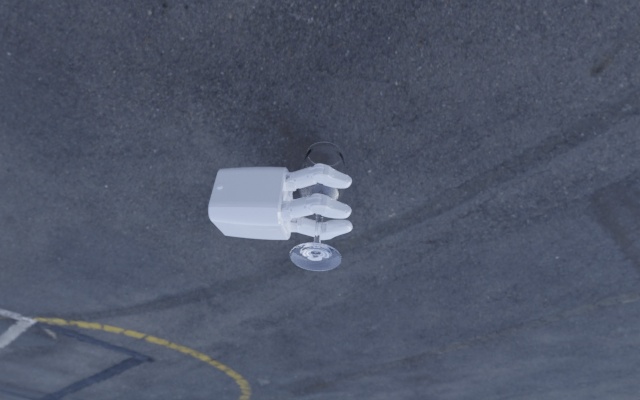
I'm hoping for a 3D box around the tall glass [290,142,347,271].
[{"bbox_3d":[0.000,0.003,0.735,0.079,0.200,0.079,4,-37,3],"label":"tall glass"}]
